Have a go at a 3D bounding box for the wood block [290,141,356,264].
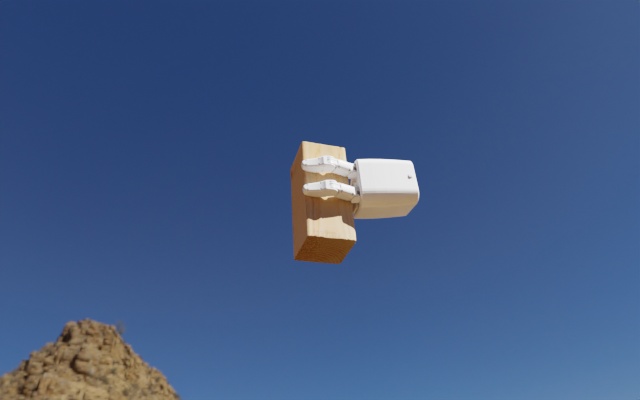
[{"bbox_3d":[0.000,0.003,0.883,0.090,0.206,0.091,7,-36,-16],"label":"wood block"}]
